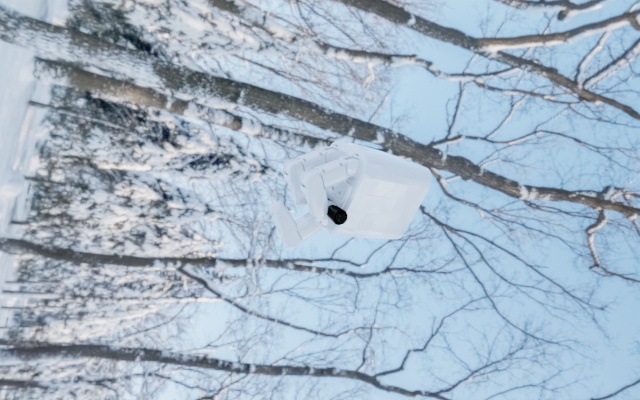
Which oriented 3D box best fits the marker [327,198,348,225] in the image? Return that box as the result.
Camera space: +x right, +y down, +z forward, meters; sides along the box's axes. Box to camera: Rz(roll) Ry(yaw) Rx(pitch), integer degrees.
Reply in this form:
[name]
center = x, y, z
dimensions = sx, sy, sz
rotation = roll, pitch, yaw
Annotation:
[marker]
center = 0.000, 0.002, 0.583
dimensions = 0.020, 0.020, 0.121
rotation = 0, 18, -26
